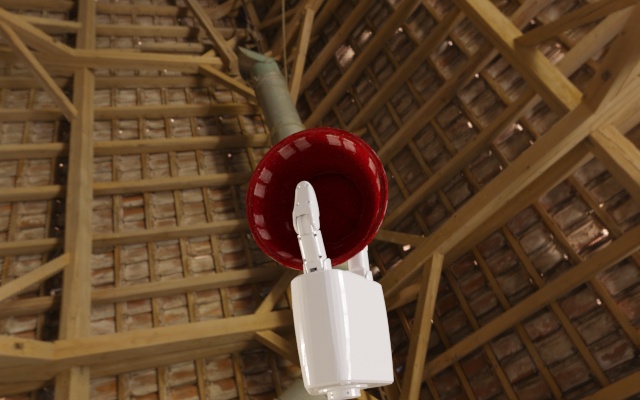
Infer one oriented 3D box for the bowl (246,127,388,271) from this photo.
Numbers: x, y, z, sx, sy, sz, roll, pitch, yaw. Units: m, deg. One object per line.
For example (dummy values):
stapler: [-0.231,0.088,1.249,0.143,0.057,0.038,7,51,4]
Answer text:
bowl: [0.000,0.001,0.541,0.162,0.162,0.055,0,-14,18]
